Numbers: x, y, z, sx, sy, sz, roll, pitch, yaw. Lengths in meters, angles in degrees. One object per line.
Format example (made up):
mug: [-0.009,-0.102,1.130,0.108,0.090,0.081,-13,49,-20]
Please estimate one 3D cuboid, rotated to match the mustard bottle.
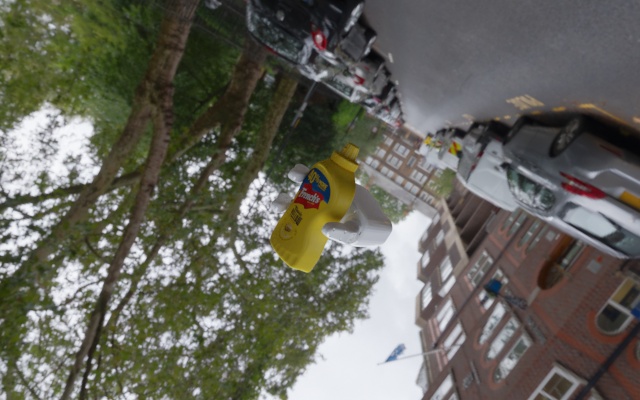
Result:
mustard bottle: [0.000,0.002,0.694,0.058,0.192,0.096,23,15,-35]
